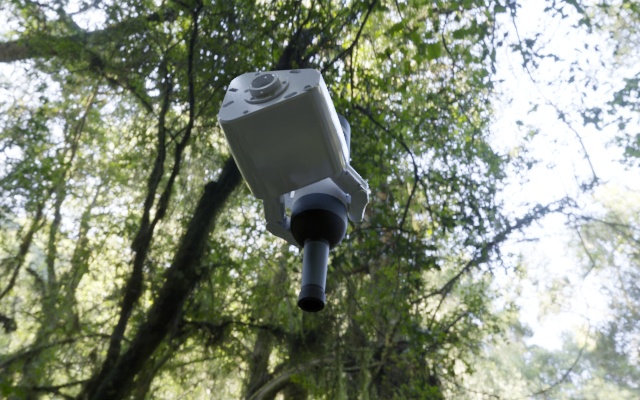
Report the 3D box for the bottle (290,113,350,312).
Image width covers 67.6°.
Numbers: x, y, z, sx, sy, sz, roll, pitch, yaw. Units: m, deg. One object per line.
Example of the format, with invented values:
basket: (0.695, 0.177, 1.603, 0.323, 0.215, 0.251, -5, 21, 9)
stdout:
bottle: (0.000, 0.002, 0.582, 0.069, 0.069, 0.295, 3, 45, 3)
